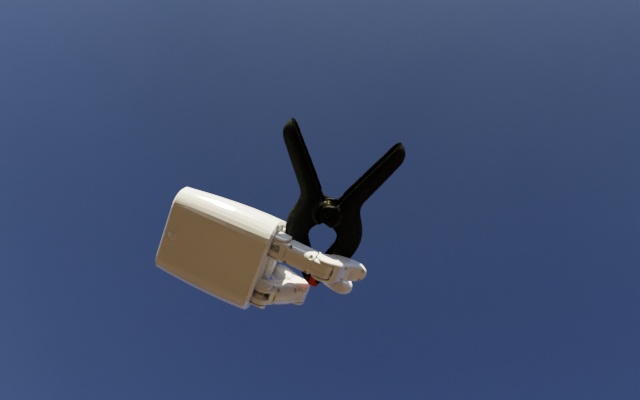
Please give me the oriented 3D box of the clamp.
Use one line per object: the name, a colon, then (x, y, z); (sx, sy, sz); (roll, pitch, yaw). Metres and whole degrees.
clamp: (0.000, 0.002, 0.485); (0.120, 0.171, 0.039); (23, 15, 4)
